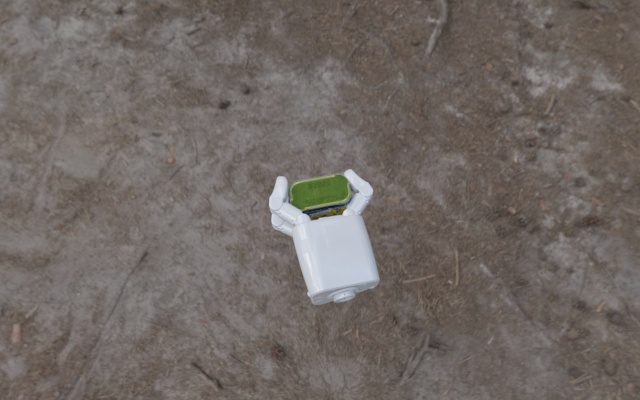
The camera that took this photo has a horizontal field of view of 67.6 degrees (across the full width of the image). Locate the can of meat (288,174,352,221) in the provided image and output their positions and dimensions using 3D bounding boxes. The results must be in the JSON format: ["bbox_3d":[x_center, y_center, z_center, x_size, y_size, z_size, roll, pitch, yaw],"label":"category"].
[{"bbox_3d":[0.000,0.002,0.770,0.102,0.057,0.084,-11,-23,-3],"label":"can of meat"}]
